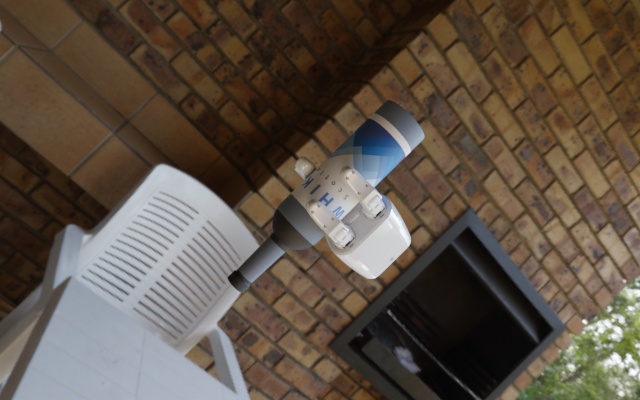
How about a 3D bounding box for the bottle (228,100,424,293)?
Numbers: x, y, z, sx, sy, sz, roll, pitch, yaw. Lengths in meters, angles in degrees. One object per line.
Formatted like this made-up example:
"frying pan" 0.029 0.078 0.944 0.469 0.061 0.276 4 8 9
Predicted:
"bottle" 0.000 0.002 0.591 0.295 0.069 0.069 -44 1 -1
